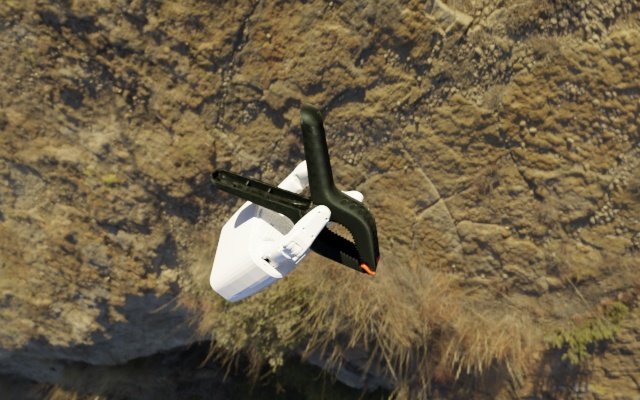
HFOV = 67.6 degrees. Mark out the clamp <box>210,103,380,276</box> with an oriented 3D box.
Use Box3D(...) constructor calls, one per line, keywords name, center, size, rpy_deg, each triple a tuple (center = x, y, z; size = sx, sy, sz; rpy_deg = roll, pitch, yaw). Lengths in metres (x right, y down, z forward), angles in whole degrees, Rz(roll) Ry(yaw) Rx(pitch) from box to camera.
Box3D(name="clamp", center=(0.000, 0.003, 0.513), size=(0.210, 0.036, 0.165), rpy_deg=(41, -47, -14))
